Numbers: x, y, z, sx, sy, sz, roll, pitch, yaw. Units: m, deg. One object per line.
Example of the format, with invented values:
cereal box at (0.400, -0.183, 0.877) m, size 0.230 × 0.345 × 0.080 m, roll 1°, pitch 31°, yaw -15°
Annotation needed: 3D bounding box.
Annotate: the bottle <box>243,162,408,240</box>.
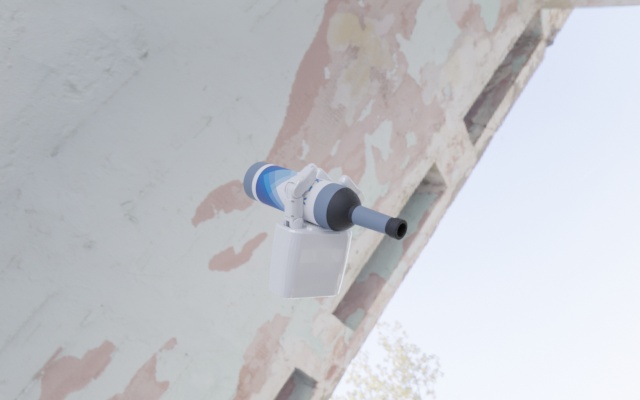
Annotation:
bottle at (0.000, 0.002, 0.709) m, size 0.295 × 0.069 × 0.069 m, roll 19°, pitch 13°, yaw 42°
